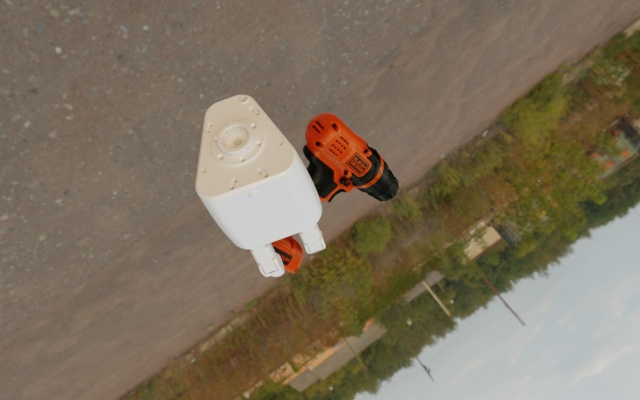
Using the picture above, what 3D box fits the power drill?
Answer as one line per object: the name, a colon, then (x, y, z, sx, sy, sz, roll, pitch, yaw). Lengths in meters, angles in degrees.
power drill: (0.000, 0.002, 0.596, 0.184, 0.187, 0.057, 36, 9, -47)
